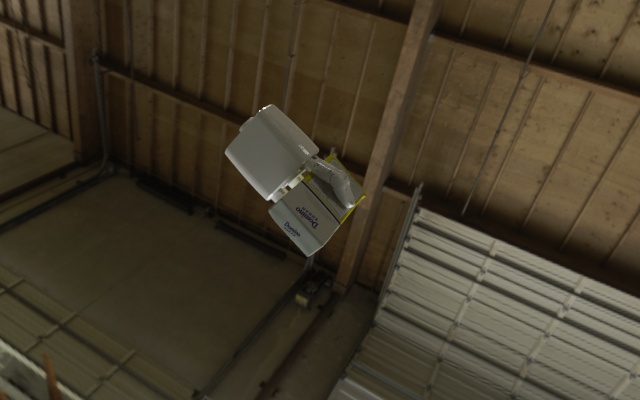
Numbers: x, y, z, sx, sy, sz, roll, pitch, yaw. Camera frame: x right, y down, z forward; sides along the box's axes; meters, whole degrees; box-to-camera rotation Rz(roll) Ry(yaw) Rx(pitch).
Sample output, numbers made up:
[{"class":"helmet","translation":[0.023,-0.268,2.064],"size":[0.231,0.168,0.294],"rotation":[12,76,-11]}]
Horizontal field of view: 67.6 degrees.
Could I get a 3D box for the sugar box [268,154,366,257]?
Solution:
[{"class":"sugar box","translation":[0.000,0.003,0.752],"size":[0.048,0.093,0.176],"rotation":[-39,3,40]}]
